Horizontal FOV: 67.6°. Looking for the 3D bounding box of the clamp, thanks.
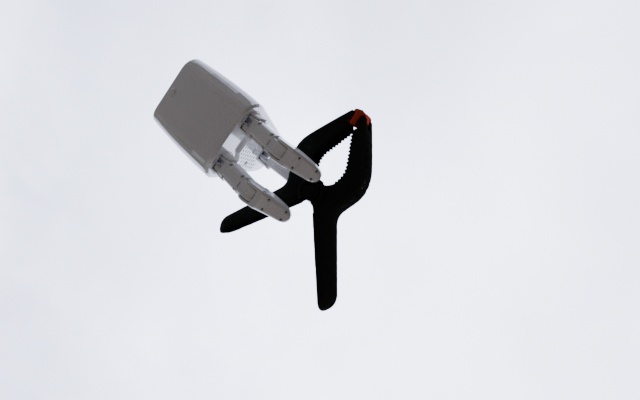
[{"bbox_3d":[0.001,0.001,0.521,0.164,0.210,0.036,41,10,19],"label":"clamp"}]
